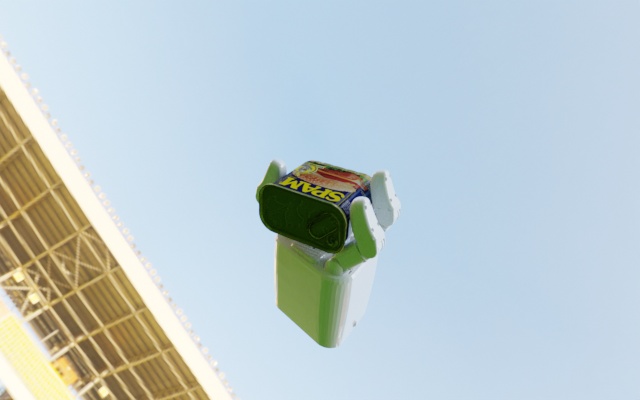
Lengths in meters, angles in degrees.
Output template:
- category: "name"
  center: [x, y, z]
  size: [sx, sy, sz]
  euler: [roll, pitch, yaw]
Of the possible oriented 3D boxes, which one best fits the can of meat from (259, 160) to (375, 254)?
- category: "can of meat"
  center: [0.000, 0.001, 0.508]
  size: [0.102, 0.057, 0.084]
  euler: [18, 33, 24]
